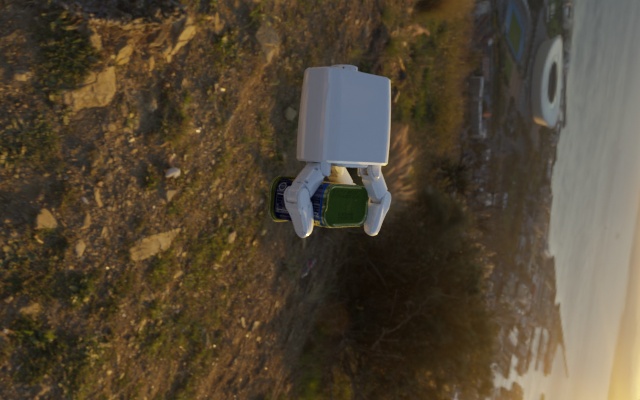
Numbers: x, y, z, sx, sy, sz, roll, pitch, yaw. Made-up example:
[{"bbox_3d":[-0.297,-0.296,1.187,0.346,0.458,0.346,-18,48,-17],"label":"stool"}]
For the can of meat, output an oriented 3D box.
[{"bbox_3d":[0.000,0.002,0.591,0.084,0.057,0.102,7,4,35],"label":"can of meat"}]
